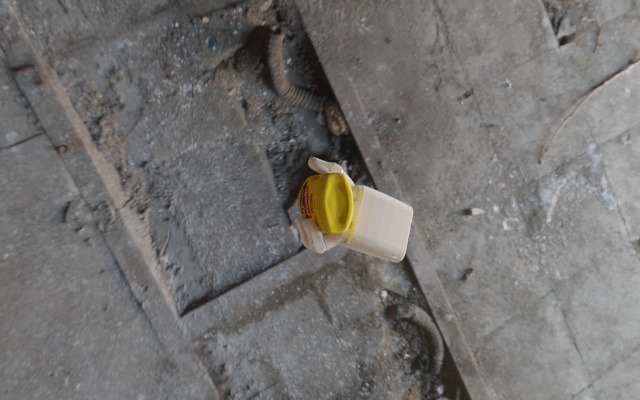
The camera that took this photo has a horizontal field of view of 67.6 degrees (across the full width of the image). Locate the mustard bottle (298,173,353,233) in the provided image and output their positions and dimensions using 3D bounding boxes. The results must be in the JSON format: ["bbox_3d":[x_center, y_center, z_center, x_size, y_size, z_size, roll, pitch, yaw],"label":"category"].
[{"bbox_3d":[0.000,0.003,0.836,0.058,0.096,0.191,-5,2,-16],"label":"mustard bottle"}]
